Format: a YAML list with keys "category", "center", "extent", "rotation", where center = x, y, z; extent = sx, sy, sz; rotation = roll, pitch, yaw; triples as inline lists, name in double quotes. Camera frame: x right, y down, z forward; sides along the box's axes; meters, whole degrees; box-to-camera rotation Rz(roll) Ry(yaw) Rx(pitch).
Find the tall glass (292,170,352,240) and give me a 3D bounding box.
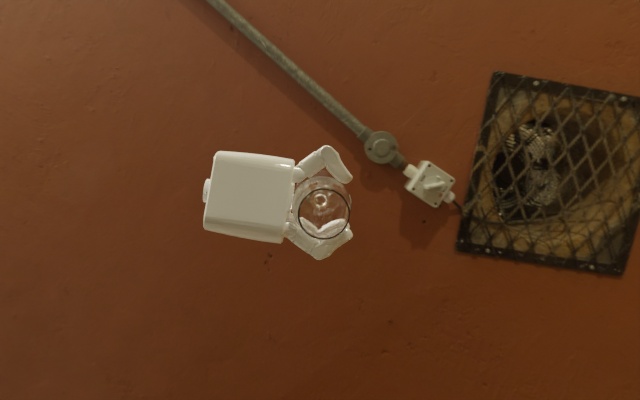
- category: "tall glass"
  center: [0.000, 0.002, 0.657]
  extent: [0.079, 0.079, 0.201]
  rotation: [0, 8, -3]
